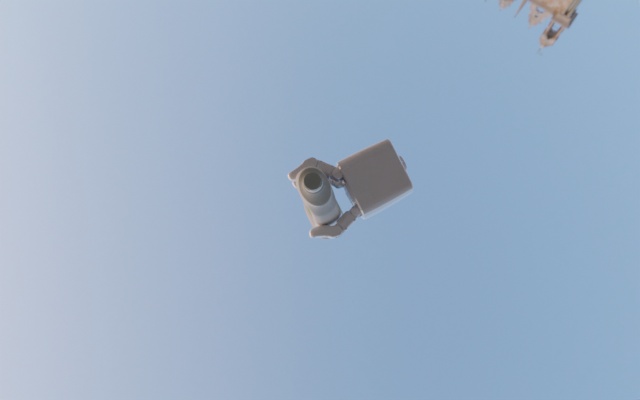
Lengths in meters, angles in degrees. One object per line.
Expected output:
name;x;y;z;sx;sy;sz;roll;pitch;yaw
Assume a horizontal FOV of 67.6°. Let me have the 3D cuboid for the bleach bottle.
bleach bottle;0.000;0.003;0.860;0.068;0.102;0.251;-28;-12;-2
